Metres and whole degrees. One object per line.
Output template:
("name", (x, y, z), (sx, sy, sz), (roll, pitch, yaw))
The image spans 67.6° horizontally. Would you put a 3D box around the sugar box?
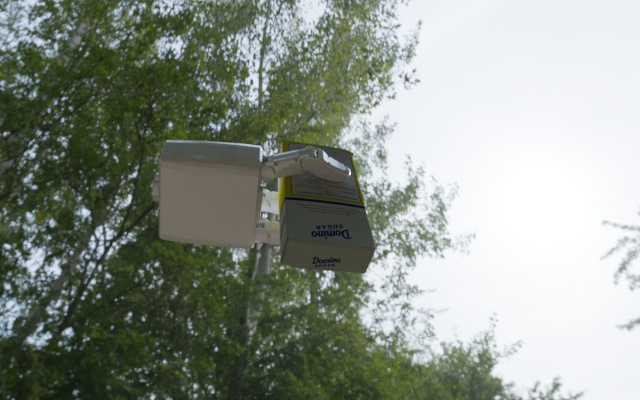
("sugar box", (0.000, 0.002, 0.541), (0.093, 0.048, 0.176), (7, 41, -11))
